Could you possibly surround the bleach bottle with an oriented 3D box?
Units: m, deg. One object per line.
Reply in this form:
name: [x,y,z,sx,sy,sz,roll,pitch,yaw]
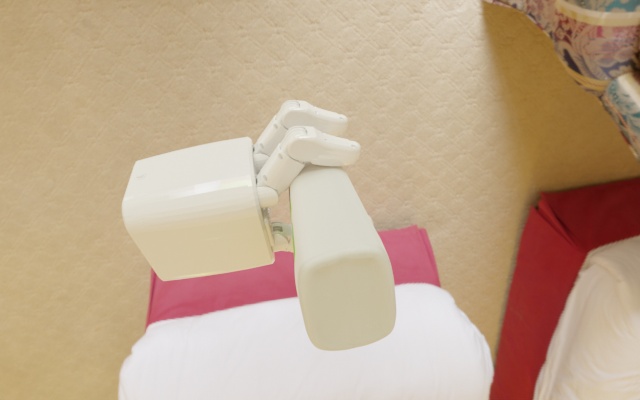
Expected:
bleach bottle: [0.000,0.001,0.427,0.068,0.103,0.250,-12,35,-3]
